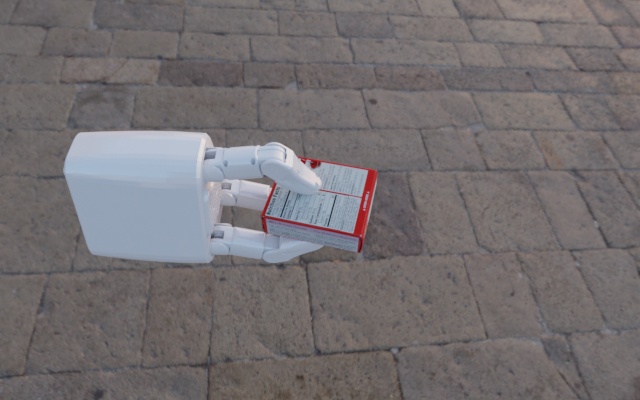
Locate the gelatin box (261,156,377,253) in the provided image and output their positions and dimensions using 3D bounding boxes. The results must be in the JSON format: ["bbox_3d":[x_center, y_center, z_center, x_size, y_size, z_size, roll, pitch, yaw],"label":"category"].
[{"bbox_3d":[0.000,0.001,0.421,0.089,0.073,0.030,10,-36,9],"label":"gelatin box"}]
